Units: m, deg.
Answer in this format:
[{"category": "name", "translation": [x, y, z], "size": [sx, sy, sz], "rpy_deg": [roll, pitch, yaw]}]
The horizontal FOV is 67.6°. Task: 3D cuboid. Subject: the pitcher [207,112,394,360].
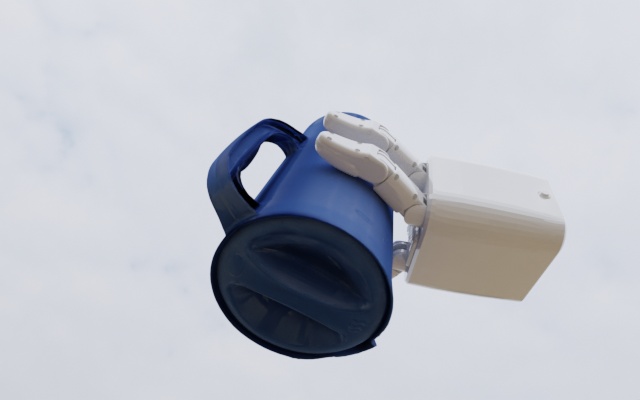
[{"category": "pitcher", "translation": [0.000, 0.001, 0.429], "size": [0.145, 0.149, 0.242], "rpy_deg": [10, 32, 6]}]
